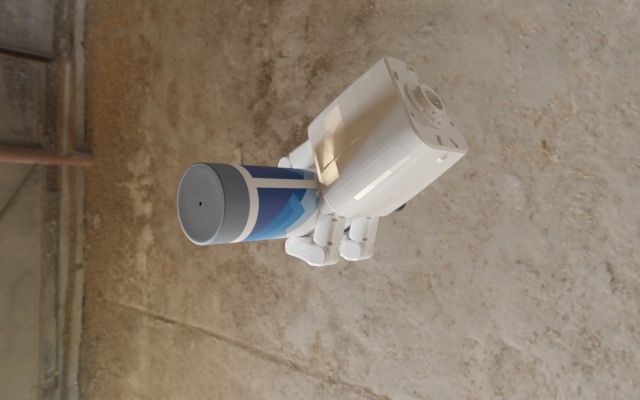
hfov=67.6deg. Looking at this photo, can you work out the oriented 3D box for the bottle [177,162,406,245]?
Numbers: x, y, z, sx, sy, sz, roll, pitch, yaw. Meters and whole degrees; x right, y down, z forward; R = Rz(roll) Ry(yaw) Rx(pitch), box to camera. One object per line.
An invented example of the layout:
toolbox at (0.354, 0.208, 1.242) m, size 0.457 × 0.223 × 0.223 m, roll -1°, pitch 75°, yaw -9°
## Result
bottle at (0.000, 0.002, 0.492) m, size 0.069 × 0.069 × 0.296 m, roll 0°, pitch 0°, yaw 41°
